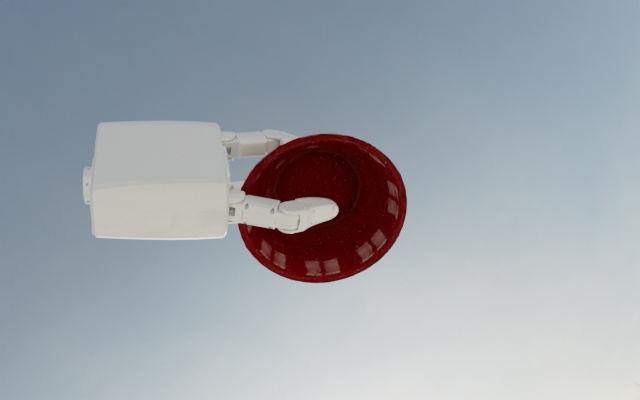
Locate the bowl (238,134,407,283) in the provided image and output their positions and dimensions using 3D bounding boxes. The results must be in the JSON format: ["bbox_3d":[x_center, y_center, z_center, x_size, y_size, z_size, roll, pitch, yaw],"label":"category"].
[{"bbox_3d":[0.001,0.002,0.471,0.162,0.162,0.055,0,29,-7],"label":"bowl"}]
